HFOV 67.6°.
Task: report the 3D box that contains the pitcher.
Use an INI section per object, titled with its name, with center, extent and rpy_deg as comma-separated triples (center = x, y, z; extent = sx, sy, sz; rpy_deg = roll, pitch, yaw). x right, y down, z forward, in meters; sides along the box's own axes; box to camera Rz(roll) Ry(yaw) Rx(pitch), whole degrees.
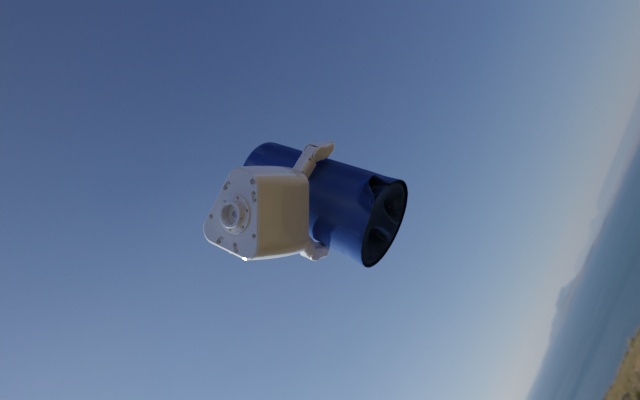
[pitcher]
center = 0.000, 0.002, 0.732
extent = 0.243, 0.149, 0.145
rpy_deg = 23, 12, 28
